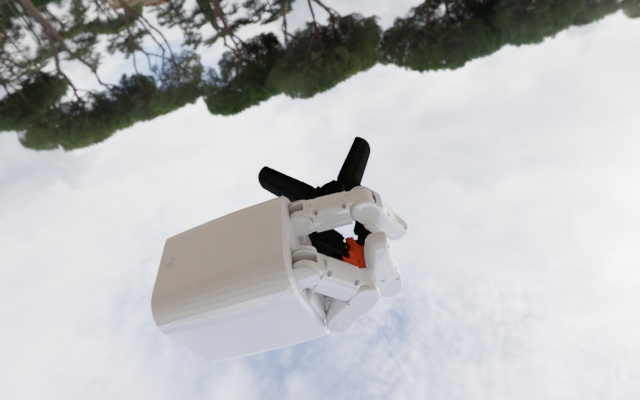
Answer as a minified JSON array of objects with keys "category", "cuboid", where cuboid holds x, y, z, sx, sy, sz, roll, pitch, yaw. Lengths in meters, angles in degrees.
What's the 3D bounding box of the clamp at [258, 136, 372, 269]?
[{"category":"clamp","cuboid":[0.000,0.002,0.447,0.120,0.039,0.171,-18,36,7]}]
